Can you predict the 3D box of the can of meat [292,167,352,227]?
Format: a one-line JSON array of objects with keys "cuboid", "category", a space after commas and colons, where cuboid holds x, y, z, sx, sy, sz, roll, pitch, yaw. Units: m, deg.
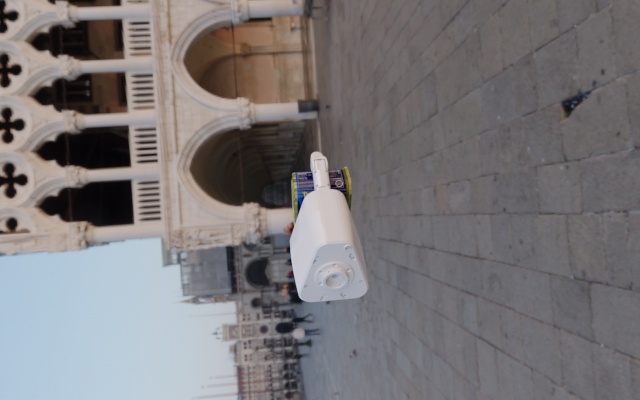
[{"cuboid": [0.000, 0.002, 0.722, 0.084, 0.102, 0.057, -4, 40, -6], "category": "can of meat"}]
